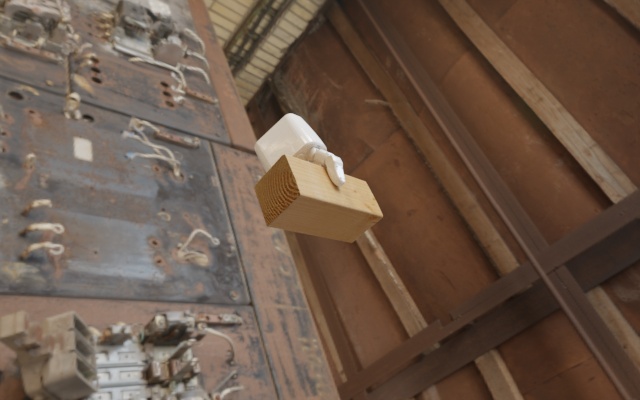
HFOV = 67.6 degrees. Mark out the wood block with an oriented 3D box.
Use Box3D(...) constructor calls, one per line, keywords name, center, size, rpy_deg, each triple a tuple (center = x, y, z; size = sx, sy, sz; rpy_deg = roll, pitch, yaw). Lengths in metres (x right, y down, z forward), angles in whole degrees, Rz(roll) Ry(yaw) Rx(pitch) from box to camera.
Box3D(name="wood block", center=(0.000, 0.002, 0.838), size=(0.206, 0.090, 0.091), rpy_deg=(15, -48, -43))
